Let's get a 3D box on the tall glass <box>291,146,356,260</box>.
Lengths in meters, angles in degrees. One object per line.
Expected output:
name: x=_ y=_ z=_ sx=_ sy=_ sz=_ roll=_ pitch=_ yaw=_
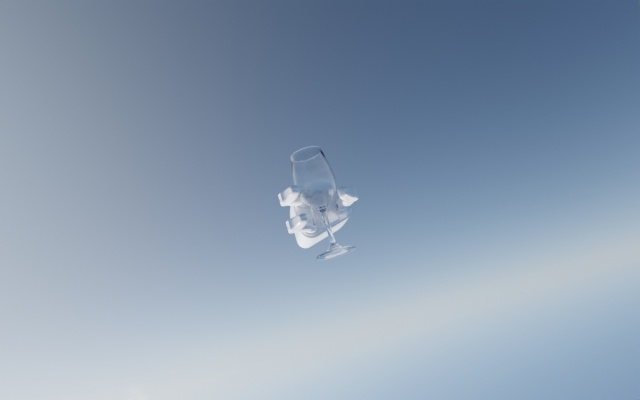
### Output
tall glass: x=0.000 y=0.003 z=0.876 sx=0.079 sy=0.201 sz=0.079 roll=-15 pitch=-16 yaw=-5
